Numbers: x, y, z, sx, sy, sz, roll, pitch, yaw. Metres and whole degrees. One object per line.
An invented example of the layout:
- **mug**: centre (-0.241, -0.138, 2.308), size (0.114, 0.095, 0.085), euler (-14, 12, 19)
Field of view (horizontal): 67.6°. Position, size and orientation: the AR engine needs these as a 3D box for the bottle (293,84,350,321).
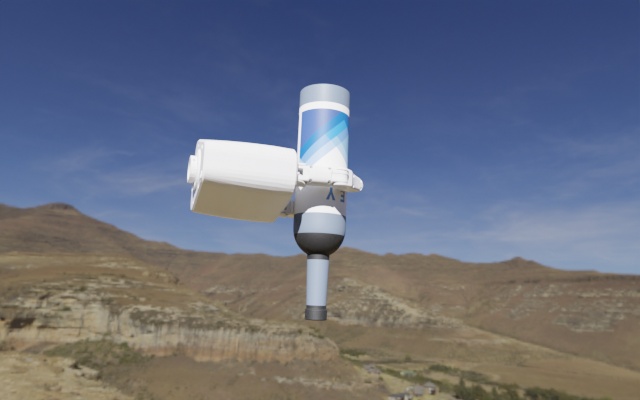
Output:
- **bottle**: centre (0.000, 0.002, 0.612), size (0.069, 0.295, 0.069), euler (2, -11, 0)
